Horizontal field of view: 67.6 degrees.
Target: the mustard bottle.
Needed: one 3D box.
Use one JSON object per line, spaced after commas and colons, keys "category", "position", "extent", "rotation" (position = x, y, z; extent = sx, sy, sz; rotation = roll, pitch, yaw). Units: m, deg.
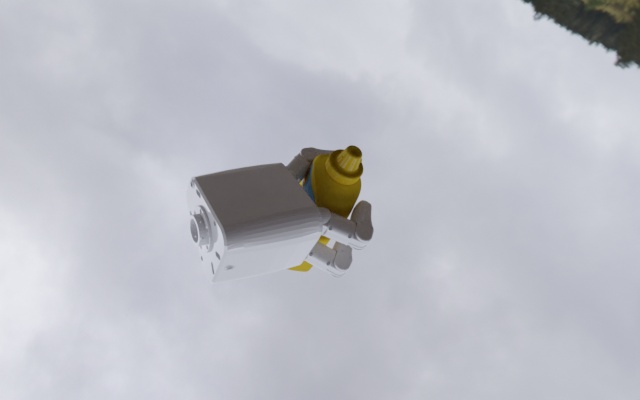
{"category": "mustard bottle", "position": [0.000, 0.002, 0.567], "extent": [0.058, 0.096, 0.192], "rotation": [12, -38, -18]}
